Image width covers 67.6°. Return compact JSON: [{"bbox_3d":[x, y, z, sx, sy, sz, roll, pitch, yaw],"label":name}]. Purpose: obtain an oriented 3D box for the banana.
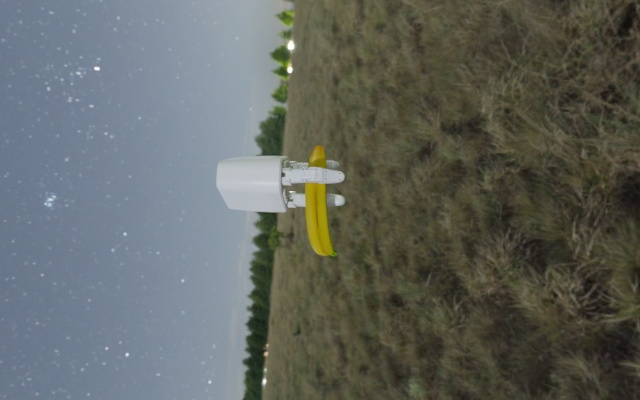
[{"bbox_3d":[-0.003,0.011,0.791,0.037,0.198,0.069,-2,15,12],"label":"banana"}]
